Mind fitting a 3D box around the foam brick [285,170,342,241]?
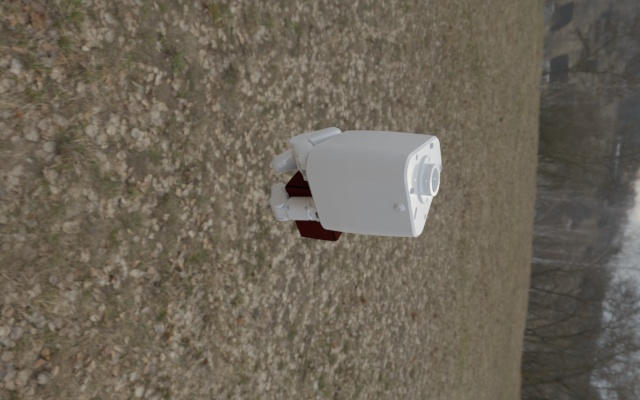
[{"bbox_3d":[0.000,0.002,0.567,0.051,0.078,0.053,5,39,29],"label":"foam brick"}]
